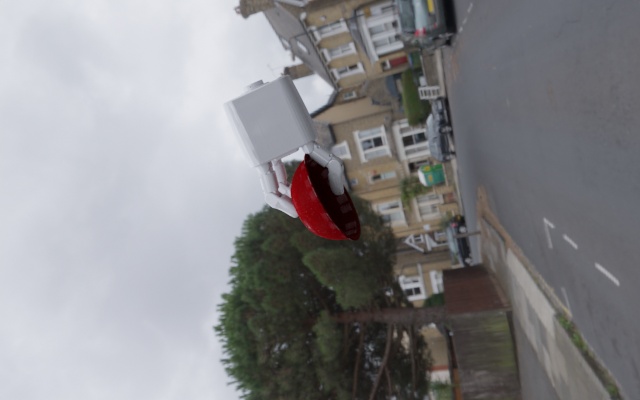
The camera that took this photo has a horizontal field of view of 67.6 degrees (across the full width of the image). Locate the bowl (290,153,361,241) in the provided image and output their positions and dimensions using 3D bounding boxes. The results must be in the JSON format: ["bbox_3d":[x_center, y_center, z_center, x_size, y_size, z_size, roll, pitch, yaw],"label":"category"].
[{"bbox_3d":[0.000,0.004,0.763,0.055,0.162,0.162,-30,-10,18],"label":"bowl"}]
